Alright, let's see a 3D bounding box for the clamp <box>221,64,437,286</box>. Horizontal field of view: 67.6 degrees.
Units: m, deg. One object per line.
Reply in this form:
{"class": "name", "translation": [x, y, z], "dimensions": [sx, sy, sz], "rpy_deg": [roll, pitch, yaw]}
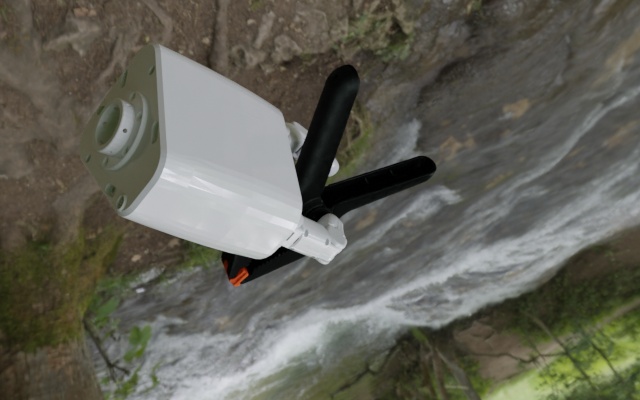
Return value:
{"class": "clamp", "translation": [0.000, 0.002, 0.415], "dimensions": [0.164, 0.210, 0.036], "rpy_deg": [25, 26, -46]}
